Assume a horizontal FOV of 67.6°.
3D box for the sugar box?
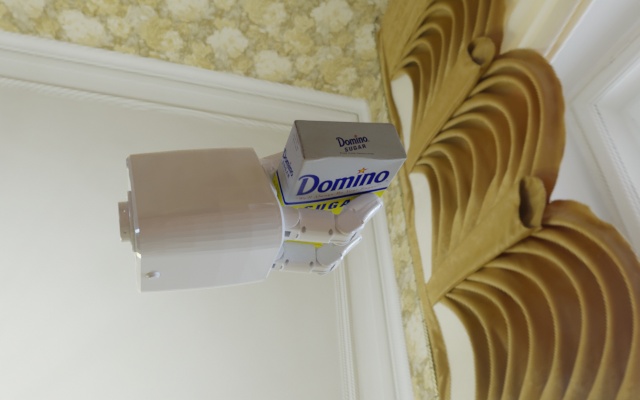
[{"bbox_3d":[0.000,0.002,0.446,0.093,0.048,0.176,-2,-32,-22],"label":"sugar box"}]
